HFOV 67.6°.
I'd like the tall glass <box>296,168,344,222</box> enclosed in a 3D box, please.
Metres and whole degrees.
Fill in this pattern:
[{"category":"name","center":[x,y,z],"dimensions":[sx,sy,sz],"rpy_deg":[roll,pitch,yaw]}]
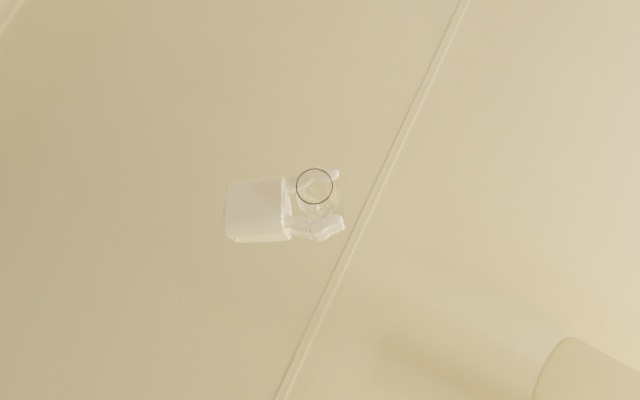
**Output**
[{"category":"tall glass","center":[0.000,0.003,0.873],"dimensions":[0.079,0.079,0.201],"rpy_deg":[0,-15,6]}]
